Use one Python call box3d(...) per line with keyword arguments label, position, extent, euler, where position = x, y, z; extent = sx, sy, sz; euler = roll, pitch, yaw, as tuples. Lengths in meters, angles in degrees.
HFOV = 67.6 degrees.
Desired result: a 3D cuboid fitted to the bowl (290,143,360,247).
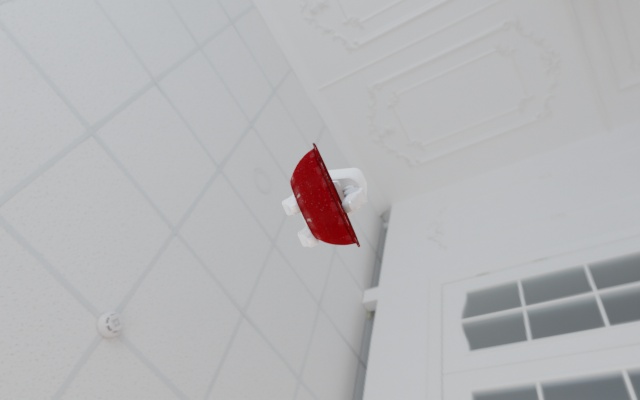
box3d(label="bowl", position=(0.000, 0.002, 0.678), extent=(0.055, 0.162, 0.162), euler=(-24, -1, 3))
